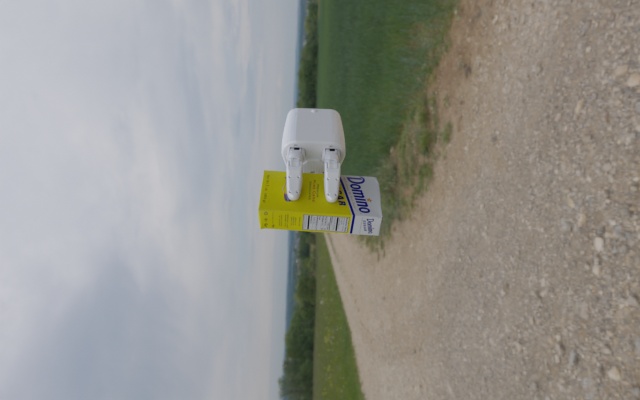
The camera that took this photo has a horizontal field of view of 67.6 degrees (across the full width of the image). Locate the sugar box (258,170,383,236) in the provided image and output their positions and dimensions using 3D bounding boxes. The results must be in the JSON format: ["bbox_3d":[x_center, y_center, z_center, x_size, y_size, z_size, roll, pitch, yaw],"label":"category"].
[{"bbox_3d":[0.000,0.002,0.706,0.176,0.048,0.093,1,42,-1],"label":"sugar box"}]
